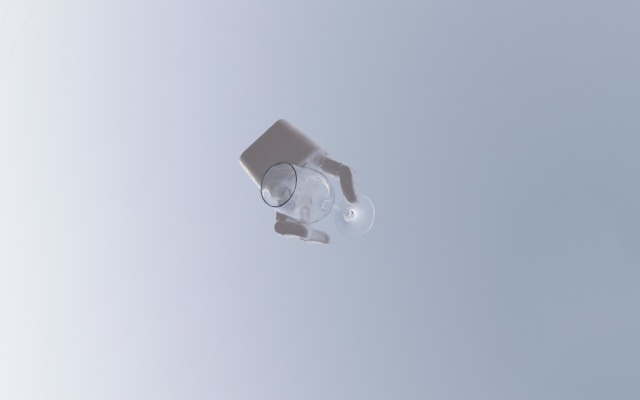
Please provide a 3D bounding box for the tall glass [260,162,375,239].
[{"bbox_3d":[0.001,0.002,0.701,0.079,0.079,0.201,0,-13,35],"label":"tall glass"}]
